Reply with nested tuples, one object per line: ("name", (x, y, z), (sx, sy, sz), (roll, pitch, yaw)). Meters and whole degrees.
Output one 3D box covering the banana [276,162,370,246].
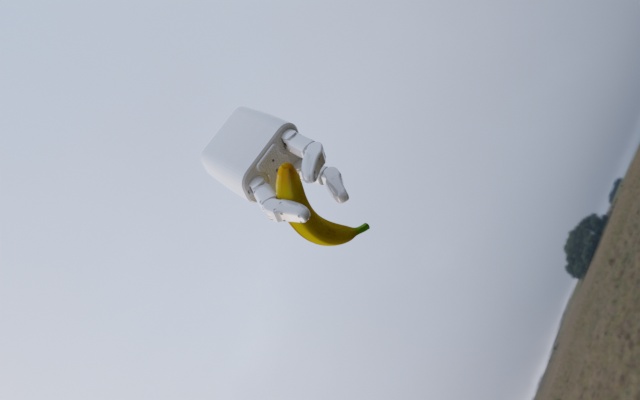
("banana", (-0.009, 0.019, 0.641), (0.037, 0.069, 0.198), (36, 0, 43))
